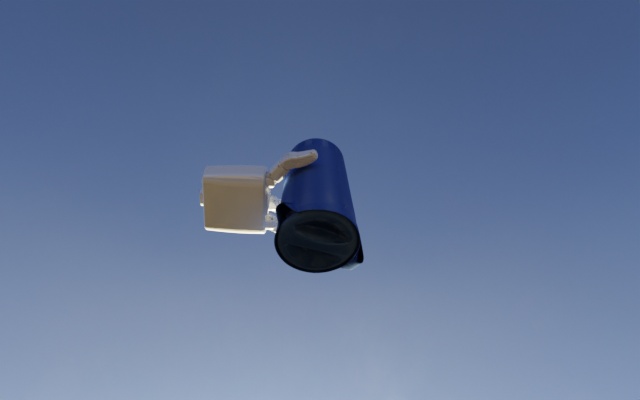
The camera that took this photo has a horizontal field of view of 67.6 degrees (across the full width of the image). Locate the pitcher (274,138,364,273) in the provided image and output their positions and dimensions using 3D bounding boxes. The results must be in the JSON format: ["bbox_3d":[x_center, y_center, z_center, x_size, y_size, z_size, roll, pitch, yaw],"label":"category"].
[{"bbox_3d":[0.000,0.003,0.827,0.145,0.149,0.242,0,37,-1],"label":"pitcher"}]
